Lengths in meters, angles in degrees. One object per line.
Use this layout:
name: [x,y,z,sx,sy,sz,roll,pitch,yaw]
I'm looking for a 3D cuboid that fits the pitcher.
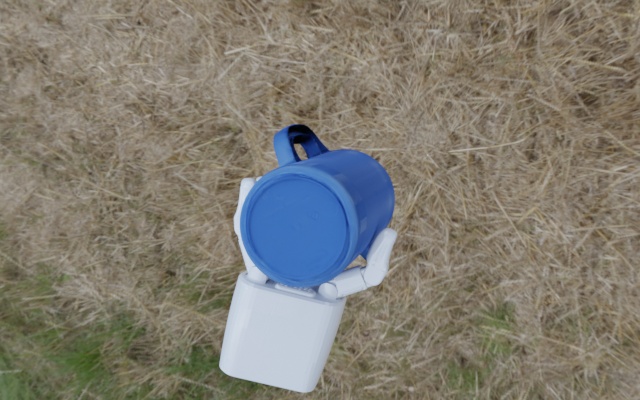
pitcher: [0.000,0.002,0.518,0.149,0.145,0.243,19,9,10]
